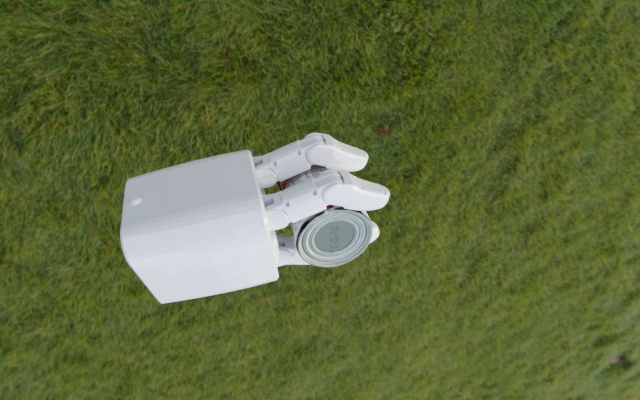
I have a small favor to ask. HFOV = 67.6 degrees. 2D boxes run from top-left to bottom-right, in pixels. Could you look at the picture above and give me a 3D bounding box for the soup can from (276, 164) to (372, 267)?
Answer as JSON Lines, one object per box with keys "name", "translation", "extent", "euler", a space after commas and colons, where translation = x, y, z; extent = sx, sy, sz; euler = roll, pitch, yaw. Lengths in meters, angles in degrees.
{"name": "soup can", "translation": [0.001, 0.002, 0.432], "extent": [0.068, 0.068, 0.102], "euler": [0, 38, -18]}
